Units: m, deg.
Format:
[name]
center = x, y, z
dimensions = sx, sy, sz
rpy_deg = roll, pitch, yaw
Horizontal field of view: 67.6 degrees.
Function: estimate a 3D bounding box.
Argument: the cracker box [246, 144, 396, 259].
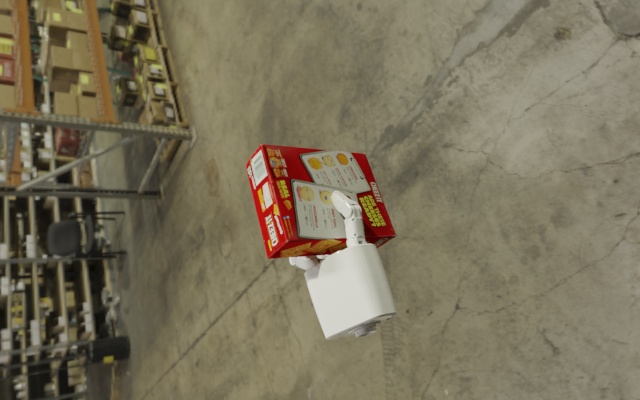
[cracker box]
center = 0.000, 0.002, 0.767
dimensions = 0.214, 0.164, 0.072
rpy_deg = 1, -29, -37
